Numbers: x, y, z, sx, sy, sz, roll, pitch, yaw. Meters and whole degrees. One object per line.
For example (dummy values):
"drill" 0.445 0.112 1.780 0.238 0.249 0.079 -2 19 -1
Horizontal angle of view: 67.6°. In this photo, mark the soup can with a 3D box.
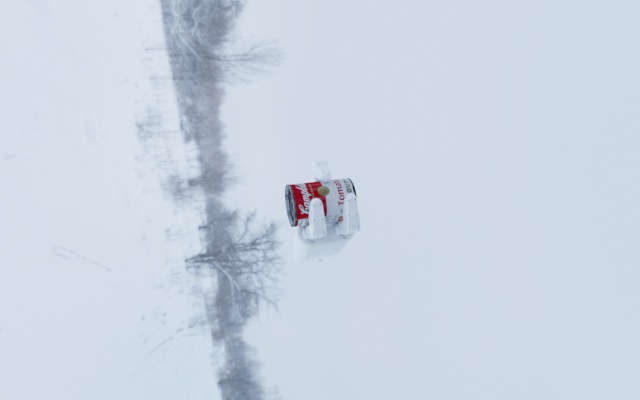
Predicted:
"soup can" 0.000 0.002 0.756 0.102 0.068 0.068 -7 2 -14
